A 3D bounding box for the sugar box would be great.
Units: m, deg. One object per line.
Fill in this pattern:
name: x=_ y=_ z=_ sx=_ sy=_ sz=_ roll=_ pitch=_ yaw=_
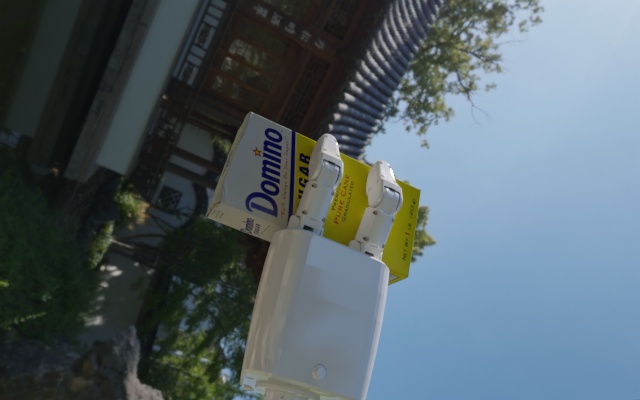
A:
sugar box: x=0.000 y=0.001 z=0.420 sx=0.176 sy=0.093 sz=0.048 roll=24 pitch=-30 yaw=-18
